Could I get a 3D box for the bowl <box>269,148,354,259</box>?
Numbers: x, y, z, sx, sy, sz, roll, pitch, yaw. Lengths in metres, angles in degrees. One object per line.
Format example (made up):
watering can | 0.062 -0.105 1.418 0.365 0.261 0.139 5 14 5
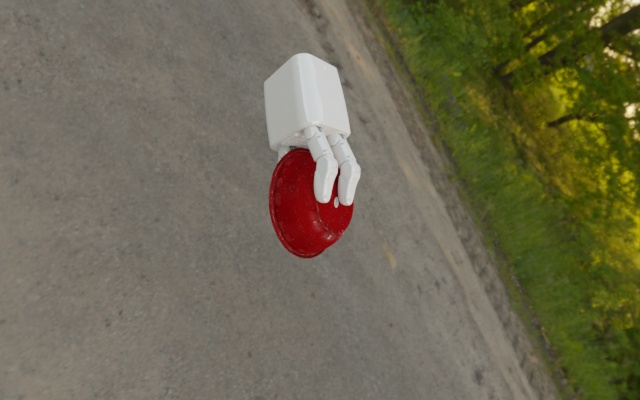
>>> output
bowl | 0.001 0.004 0.679 0.055 0.162 0.162 -4 -2 36
